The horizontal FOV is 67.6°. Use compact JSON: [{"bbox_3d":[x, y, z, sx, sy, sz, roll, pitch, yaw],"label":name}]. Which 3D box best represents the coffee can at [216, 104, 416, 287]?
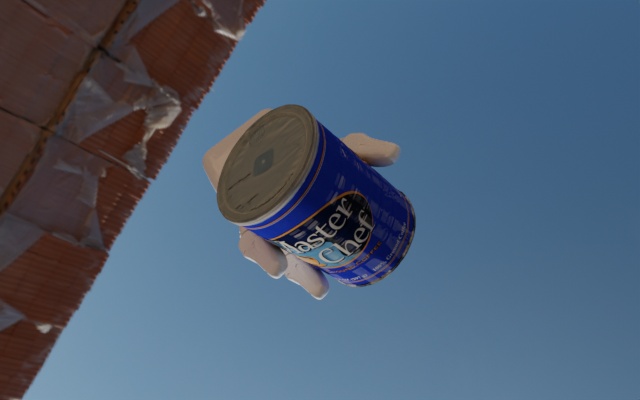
[{"bbox_3d":[0.000,0.001,0.402,0.103,0.102,0.140,0,-27,45],"label":"coffee can"}]
